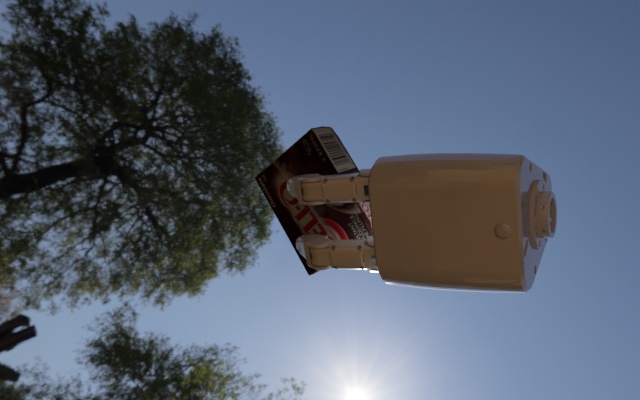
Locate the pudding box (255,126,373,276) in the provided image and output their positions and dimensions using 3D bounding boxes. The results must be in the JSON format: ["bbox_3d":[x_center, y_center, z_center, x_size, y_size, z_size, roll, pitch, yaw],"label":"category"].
[{"bbox_3d":[0.000,0.001,0.445,0.090,0.113,0.039,-35,-11,37],"label":"pudding box"}]
